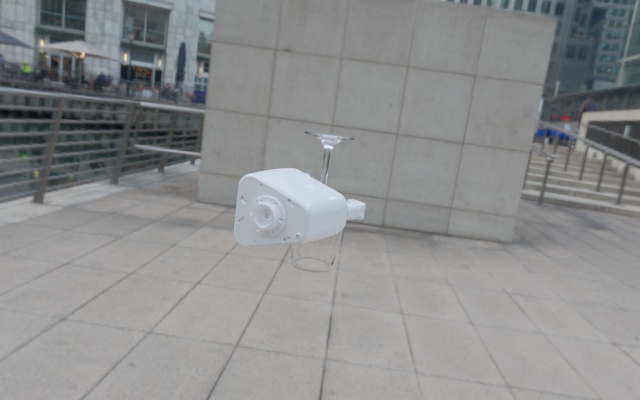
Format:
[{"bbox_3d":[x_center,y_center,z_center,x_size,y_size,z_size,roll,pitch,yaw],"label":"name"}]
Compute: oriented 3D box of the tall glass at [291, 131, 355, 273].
[{"bbox_3d":[0.000,0.002,0.708,0.079,0.201,0.079,7,10,-1],"label":"tall glass"}]
